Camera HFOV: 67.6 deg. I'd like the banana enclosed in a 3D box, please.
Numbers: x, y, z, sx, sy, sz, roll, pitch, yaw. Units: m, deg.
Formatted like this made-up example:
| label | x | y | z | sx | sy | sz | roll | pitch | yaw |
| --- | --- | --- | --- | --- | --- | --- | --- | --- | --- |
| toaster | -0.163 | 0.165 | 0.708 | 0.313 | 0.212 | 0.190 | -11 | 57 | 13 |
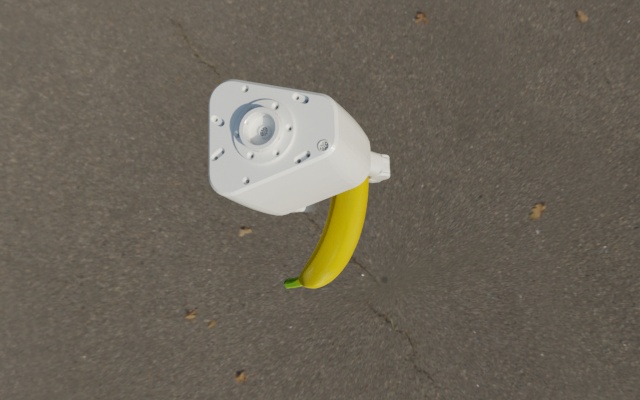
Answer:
| label | x | y | z | sx | sy | sz | roll | pitch | yaw |
| --- | --- | --- | --- | --- | --- | --- | --- | --- | --- |
| banana | 0.015 | 0.011 | 0.494 | 0.069 | 0.198 | 0.037 | 20 | 4 | 26 |
